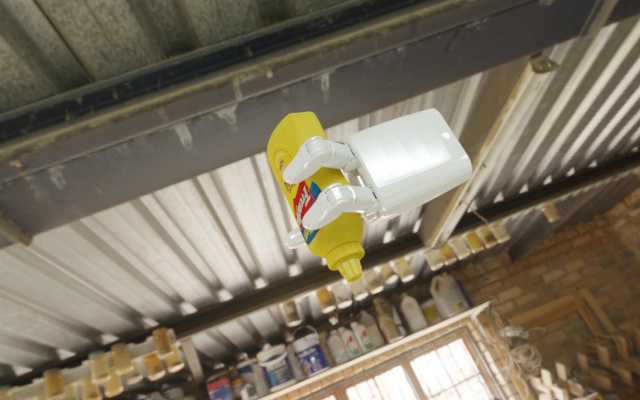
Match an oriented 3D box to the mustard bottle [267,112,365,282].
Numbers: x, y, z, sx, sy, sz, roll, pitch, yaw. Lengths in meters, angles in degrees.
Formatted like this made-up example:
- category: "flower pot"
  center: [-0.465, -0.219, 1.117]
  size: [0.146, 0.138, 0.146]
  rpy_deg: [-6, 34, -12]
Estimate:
- category: "mustard bottle"
  center: [0.000, 0.002, 0.531]
  size: [0.058, 0.191, 0.096]
  rpy_deg: [-10, -28, -30]
